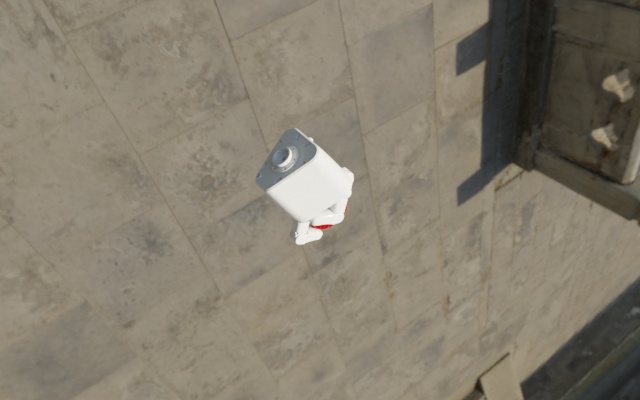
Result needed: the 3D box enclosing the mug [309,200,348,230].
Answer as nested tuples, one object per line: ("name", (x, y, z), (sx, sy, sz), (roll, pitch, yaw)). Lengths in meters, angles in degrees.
("mug", (0.001, 0.004, 0.849), (0.081, 0.093, 0.117), (44, 1, 42))
